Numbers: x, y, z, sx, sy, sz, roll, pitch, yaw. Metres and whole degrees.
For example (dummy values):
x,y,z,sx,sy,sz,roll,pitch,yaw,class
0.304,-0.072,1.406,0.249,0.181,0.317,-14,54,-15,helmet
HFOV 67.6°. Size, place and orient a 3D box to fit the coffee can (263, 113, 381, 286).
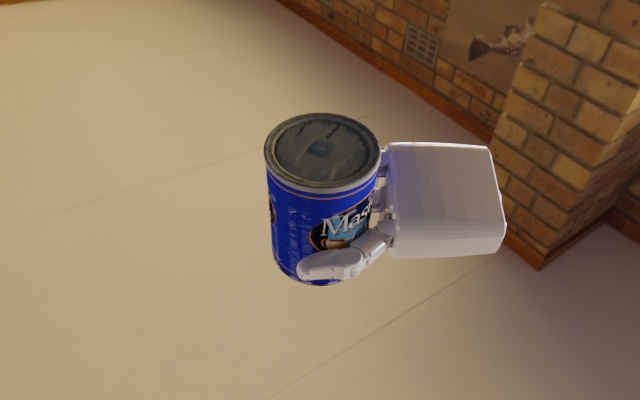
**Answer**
x,y,z,sx,sy,sz,roll,pitch,yaw,class
0.000,0.001,0.466,0.103,0.102,0.140,0,-44,-2,coffee can
